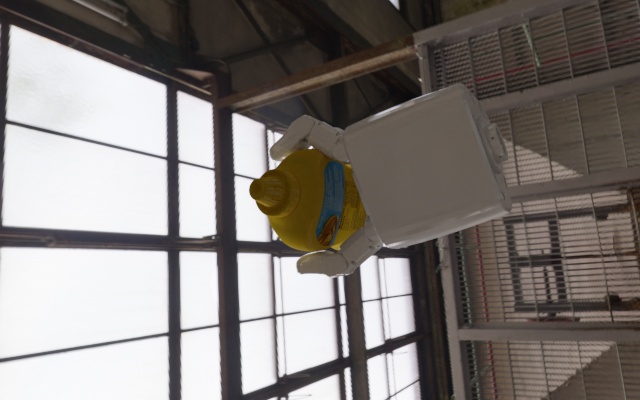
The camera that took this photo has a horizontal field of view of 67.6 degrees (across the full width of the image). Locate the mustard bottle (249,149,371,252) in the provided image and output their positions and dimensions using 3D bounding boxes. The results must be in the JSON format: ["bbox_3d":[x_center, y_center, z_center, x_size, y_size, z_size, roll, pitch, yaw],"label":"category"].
[{"bbox_3d":[0.000,0.002,0.462,0.058,0.096,0.191,8,-2,32],"label":"mustard bottle"}]
